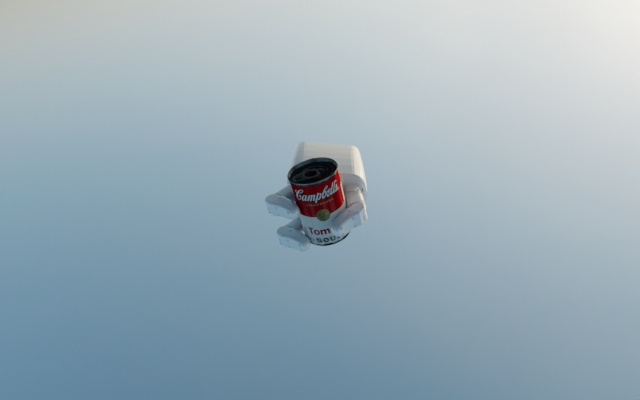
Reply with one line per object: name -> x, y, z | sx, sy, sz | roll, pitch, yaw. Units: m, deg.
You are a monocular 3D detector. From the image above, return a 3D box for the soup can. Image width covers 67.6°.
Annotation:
soup can -> 0.000, 0.003, 0.648 | 0.068, 0.102, 0.068 | -10, 32, 7
